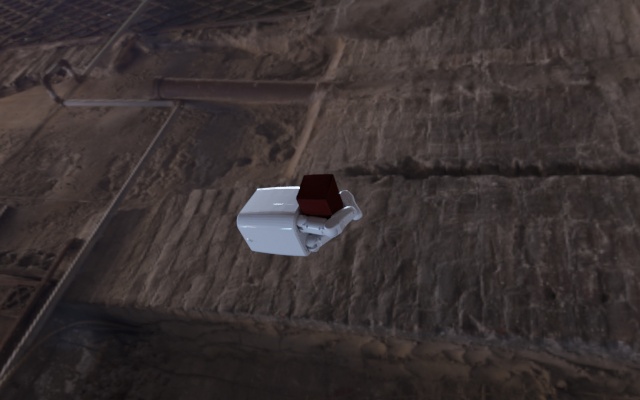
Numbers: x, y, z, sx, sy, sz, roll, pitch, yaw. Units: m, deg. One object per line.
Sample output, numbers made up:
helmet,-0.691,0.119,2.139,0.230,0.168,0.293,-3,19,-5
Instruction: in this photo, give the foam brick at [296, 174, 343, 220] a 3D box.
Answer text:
foam brick,0.000,0.002,0.761,0.051,0.053,0.078,2,-40,20
